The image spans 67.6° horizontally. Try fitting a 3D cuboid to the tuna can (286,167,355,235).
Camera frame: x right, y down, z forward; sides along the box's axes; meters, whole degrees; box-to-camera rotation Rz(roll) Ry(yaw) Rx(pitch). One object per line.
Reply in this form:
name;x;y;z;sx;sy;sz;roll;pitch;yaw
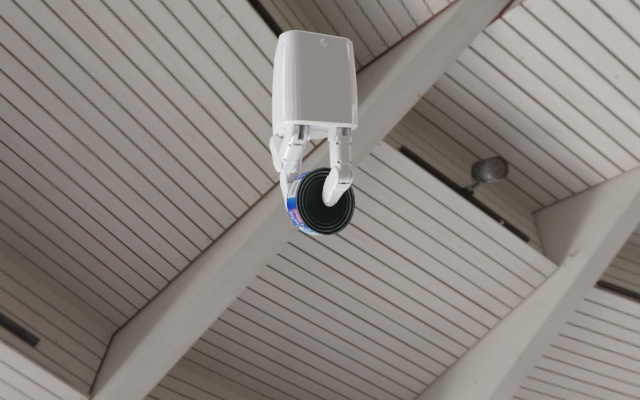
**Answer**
tuna can;0.000;0.002;0.613;0.086;0.086;0.034;0;-4;-30
